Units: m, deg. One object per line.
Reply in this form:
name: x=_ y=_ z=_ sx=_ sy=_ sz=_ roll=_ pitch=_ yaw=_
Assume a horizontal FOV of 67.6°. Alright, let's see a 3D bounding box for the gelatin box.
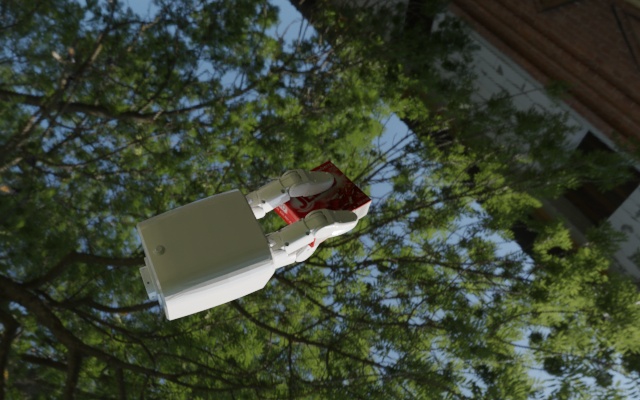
gelatin box: x=0.000 y=0.002 z=0.530 sx=0.089 sy=0.073 sz=0.030 roll=-29 pitch=-28 yaw=-33
